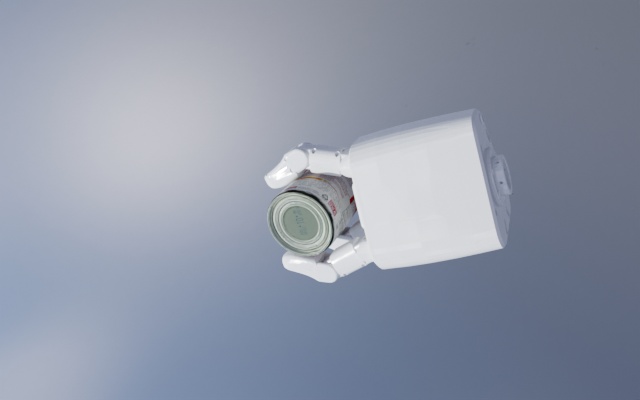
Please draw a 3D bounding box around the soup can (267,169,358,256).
[{"bbox_3d":[-0.001,0.002,0.469,0.068,0.068,0.102,0,24,25],"label":"soup can"}]
